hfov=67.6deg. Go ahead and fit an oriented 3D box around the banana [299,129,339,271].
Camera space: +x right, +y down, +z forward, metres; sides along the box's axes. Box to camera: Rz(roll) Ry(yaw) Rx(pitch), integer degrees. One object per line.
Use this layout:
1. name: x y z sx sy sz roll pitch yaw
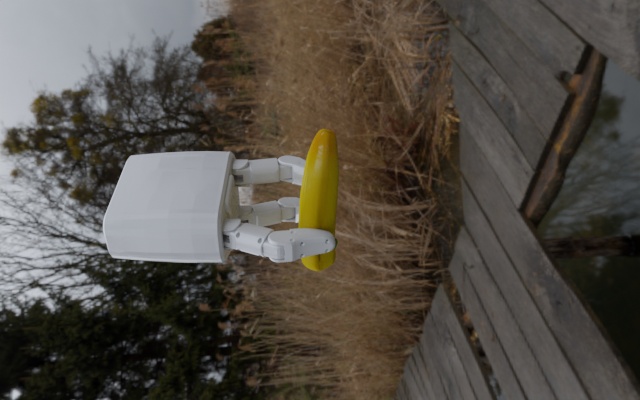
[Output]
1. banana: -0.002 0.019 0.471 0.037 0.069 0.198 4 -35 4
